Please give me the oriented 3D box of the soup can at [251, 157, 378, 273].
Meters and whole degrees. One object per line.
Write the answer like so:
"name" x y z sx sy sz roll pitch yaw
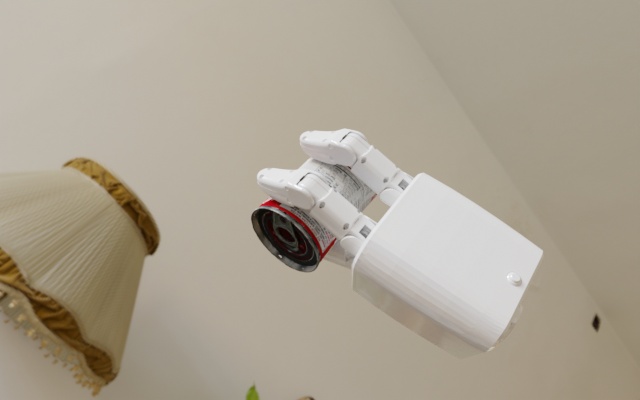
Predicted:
"soup can" 0.000 0.001 0.406 0.068 0.068 0.102 0 38 48
